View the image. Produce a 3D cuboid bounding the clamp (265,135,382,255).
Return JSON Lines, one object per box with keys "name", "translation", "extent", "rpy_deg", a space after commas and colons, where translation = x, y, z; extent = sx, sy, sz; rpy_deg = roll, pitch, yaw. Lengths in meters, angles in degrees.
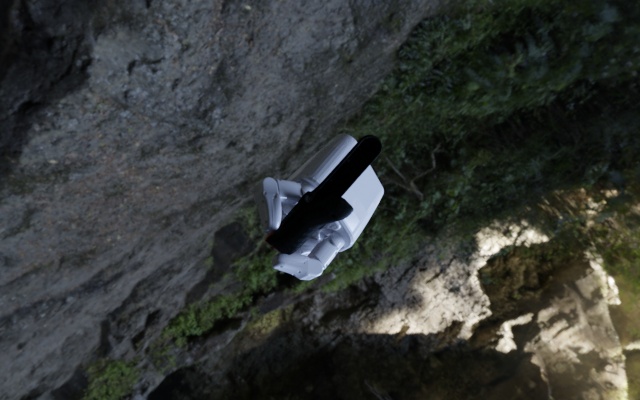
{"name": "clamp", "translation": [0.000, 0.002, 0.499], "extent": [0.171, 0.039, 0.120], "rpy_deg": [-35, 11, 49]}
